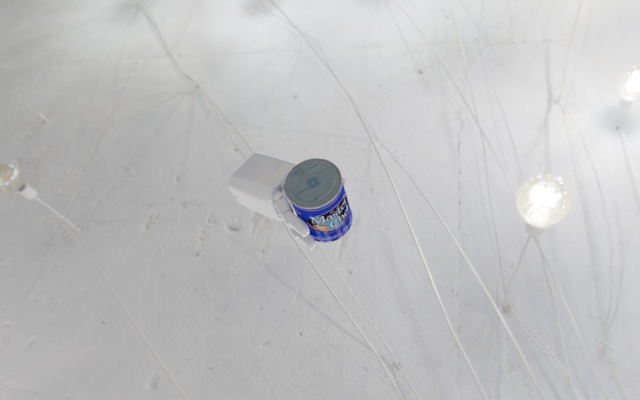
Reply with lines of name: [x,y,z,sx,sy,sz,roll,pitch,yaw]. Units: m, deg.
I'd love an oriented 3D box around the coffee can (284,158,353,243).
coffee can: [0.000,0.003,0.889,0.103,0.102,0.140,0,-30,13]
